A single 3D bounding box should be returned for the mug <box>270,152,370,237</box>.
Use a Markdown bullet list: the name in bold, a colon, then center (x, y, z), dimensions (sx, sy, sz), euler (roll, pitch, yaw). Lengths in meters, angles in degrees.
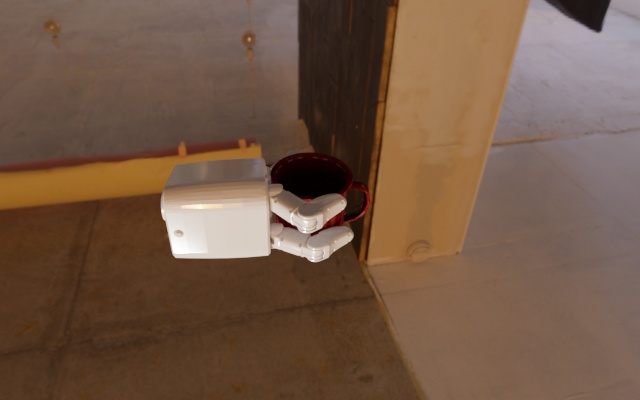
- **mug**: center (0.002, 0.002, 0.562), dimensions (0.117, 0.082, 0.093), euler (-2, 38, -8)
